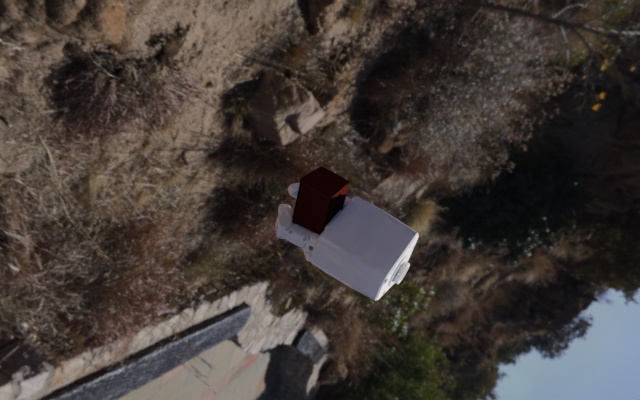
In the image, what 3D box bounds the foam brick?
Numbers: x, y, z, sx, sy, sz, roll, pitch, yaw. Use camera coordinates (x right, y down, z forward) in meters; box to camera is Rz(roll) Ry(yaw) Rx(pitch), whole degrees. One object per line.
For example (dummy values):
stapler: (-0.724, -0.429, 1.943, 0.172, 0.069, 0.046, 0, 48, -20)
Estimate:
foam brick: (0.000, 0.002, 0.664, 0.051, 0.078, 0.053, 30, 41, 20)
